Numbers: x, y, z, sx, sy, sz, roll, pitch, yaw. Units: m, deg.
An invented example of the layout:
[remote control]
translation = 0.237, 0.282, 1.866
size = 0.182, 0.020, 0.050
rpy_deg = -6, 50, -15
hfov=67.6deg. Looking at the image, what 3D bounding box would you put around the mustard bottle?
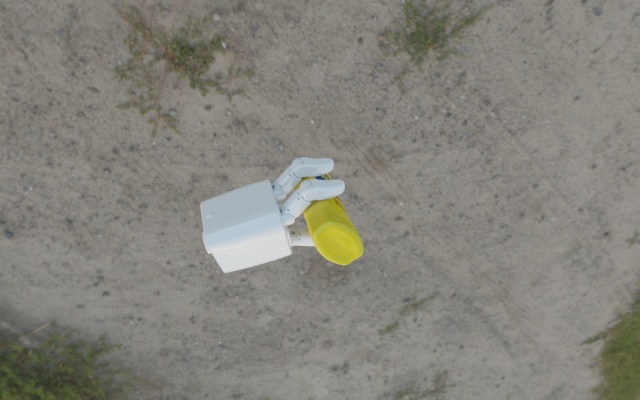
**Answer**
[mustard bottle]
translation = 0.000, 0.002, 0.711
size = 0.058, 0.191, 0.096
rpy_deg = -36, -49, 11
